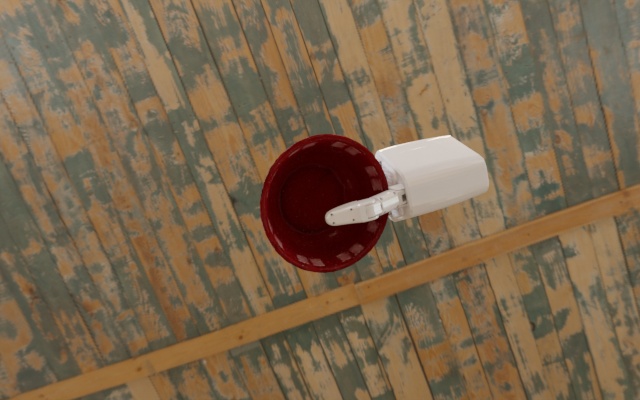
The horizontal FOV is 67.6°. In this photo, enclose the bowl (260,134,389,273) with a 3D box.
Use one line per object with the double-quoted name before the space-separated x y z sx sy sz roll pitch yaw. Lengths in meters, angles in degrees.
"bowl" -0.001 0.002 0.574 0.162 0.162 0.055 0 7 -22
